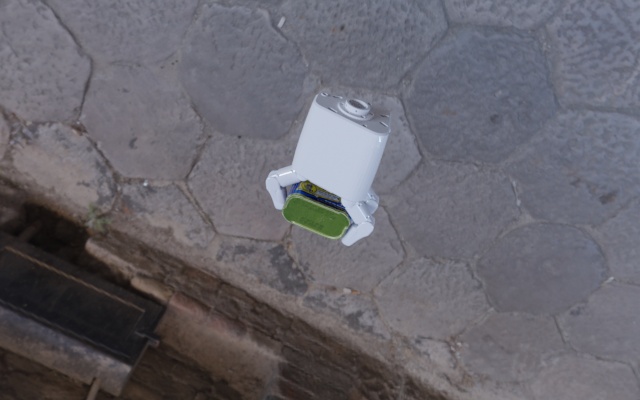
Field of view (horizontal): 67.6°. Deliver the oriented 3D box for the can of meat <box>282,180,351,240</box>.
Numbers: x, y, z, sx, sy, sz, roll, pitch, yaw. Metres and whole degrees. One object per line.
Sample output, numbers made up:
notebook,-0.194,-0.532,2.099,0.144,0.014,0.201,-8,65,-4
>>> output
can of meat,0.000,0.002,0.701,0.102,0.057,0.084,22,34,-3
